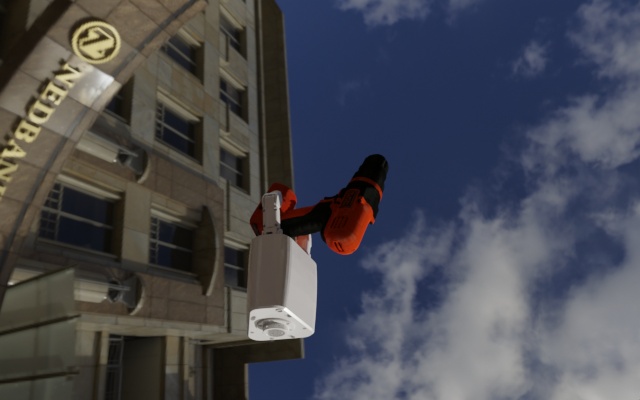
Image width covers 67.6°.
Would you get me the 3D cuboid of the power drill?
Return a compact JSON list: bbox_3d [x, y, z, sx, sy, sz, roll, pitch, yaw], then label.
[{"bbox_3d":[0.000,0.003,0.708,0.187,0.057,0.184,-6,37,34],"label":"power drill"}]
